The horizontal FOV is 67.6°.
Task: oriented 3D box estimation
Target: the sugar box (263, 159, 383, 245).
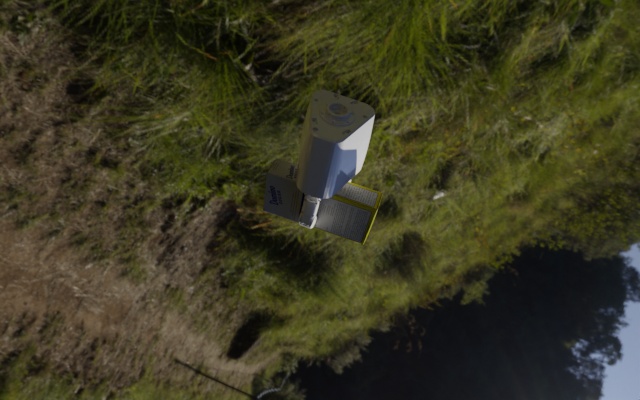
[{"bbox_3d":[0.000,0.002,0.754,0.176,0.093,0.048,21,47,7],"label":"sugar box"}]
